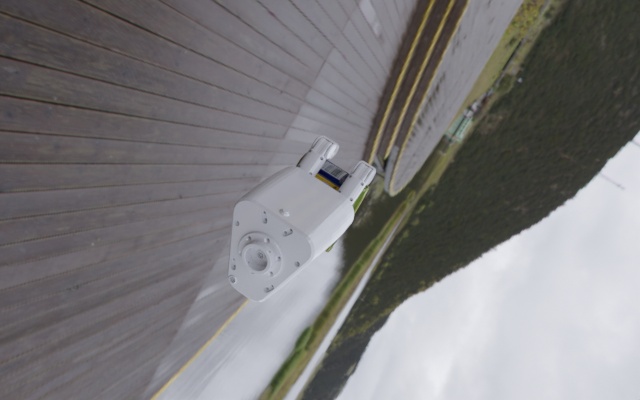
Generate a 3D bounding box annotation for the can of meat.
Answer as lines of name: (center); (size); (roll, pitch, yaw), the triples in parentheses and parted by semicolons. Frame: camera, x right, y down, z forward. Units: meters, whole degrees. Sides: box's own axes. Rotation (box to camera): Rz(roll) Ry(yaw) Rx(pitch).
can of meat: (0.000, 0.002, 0.593); (0.084, 0.102, 0.057); (33, 25, 10)
